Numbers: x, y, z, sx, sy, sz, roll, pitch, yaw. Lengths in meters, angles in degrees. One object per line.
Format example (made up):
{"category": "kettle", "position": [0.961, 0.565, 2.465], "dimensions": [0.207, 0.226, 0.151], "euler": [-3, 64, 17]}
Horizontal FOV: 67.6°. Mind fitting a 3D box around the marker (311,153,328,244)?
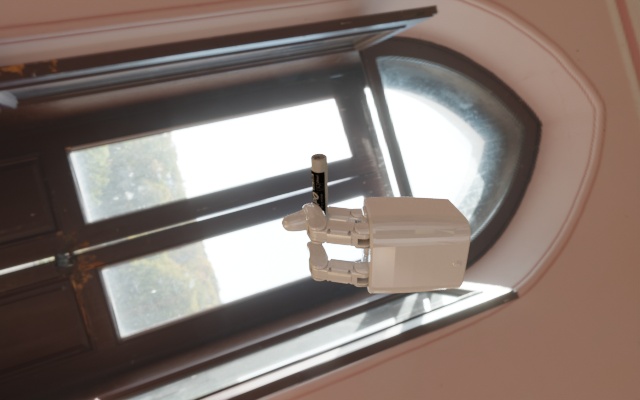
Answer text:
{"category": "marker", "position": [0.000, 0.002, 0.563], "dimensions": [0.020, 0.121, 0.020], "euler": [-1, 33, 1]}
